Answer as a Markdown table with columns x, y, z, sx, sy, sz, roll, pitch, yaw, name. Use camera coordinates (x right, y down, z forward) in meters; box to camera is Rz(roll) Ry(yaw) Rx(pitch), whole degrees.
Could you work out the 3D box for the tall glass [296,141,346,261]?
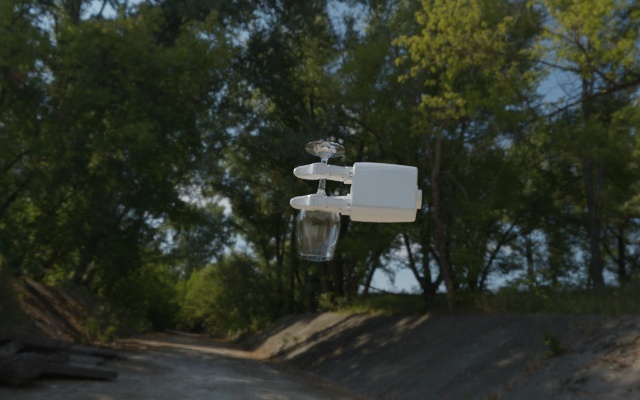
| x | y | z | sx | sy | sz | roll | pitch | yaw | name |
| --- | --- | --- | --- | --- | --- | --- | --- | --- | --- |
| 0.000 | 0.002 | 0.837 | 0.079 | 0.201 | 0.079 | 5 | -15 | 1 | tall glass |
